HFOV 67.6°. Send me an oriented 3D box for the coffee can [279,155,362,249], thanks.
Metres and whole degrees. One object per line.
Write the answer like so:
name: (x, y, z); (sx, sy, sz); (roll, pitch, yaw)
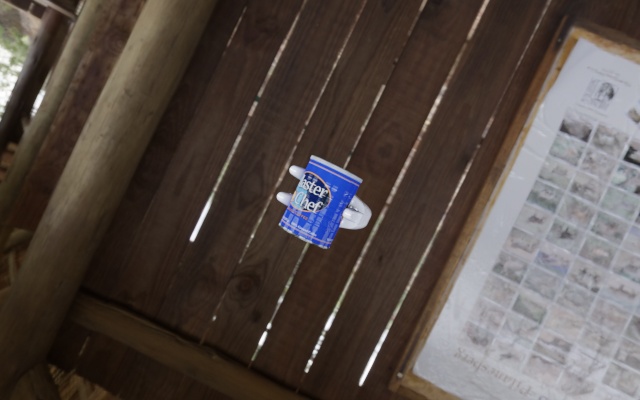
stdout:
coffee can: (0.000, 0.003, 0.867); (0.103, 0.140, 0.103); (26, 2, -1)
